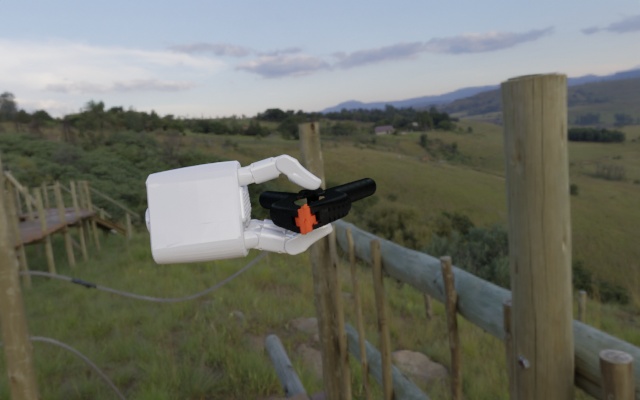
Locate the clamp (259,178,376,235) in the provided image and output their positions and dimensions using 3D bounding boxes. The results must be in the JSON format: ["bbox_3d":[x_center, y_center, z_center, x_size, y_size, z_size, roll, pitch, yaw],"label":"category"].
[{"bbox_3d":[0.000,0.001,0.585,0.164,0.036,0.210,-9,9,-2],"label":"clamp"}]
